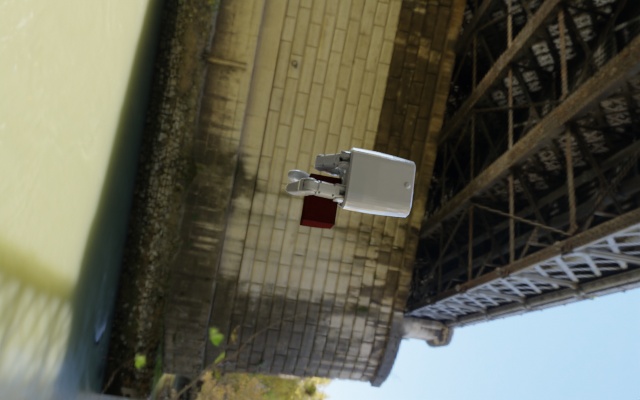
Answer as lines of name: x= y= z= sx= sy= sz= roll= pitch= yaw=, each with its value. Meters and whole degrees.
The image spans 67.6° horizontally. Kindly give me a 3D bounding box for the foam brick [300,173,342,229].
foam brick: x=0.000 y=0.003 z=0.766 sx=0.051 sy=0.078 sz=0.053 roll=10 pitch=-13 yaw=-6
